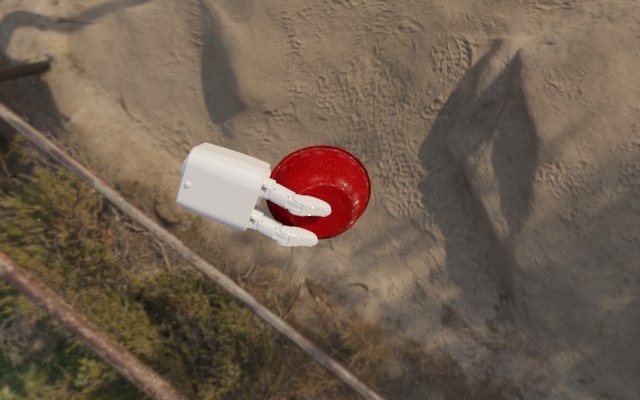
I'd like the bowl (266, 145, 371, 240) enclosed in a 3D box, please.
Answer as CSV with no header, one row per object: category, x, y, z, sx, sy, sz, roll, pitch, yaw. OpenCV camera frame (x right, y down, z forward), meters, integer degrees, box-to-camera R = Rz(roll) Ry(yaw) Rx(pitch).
bowl,0.001,0.003,0.704,0.162,0.162,0.055,0,31,-7
